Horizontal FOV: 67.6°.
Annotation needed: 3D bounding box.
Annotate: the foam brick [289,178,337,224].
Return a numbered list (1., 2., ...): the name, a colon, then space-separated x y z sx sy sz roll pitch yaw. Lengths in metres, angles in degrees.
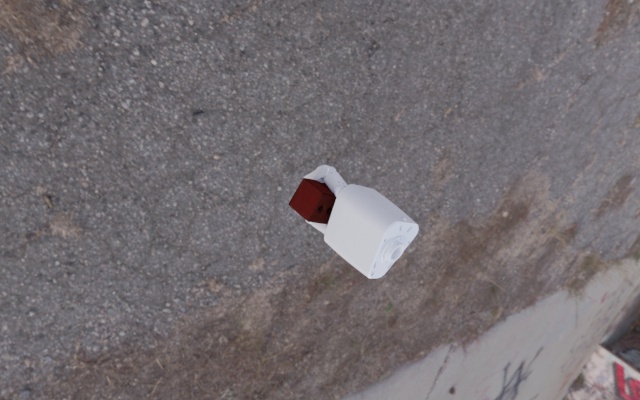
1. foam brick: 0.000 0.003 0.770 0.078 0.053 0.051 10 25 -50
